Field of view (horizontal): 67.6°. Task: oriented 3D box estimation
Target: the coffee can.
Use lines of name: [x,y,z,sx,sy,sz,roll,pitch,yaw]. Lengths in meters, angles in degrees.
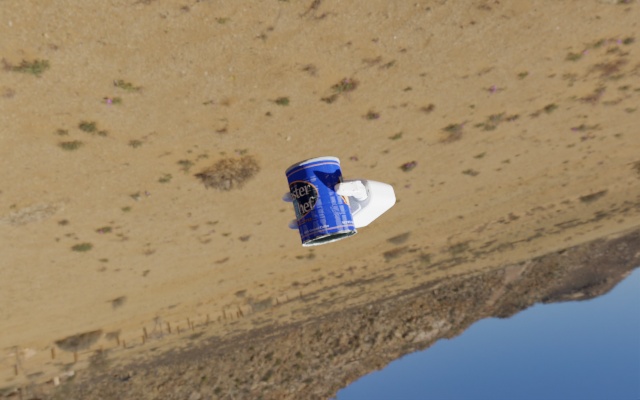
coffee can: [0.000,0.003,0.870,0.103,0.140,0.103,-13,-12,-3]
